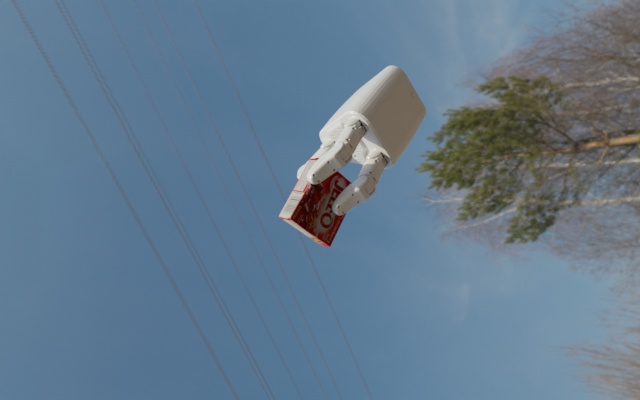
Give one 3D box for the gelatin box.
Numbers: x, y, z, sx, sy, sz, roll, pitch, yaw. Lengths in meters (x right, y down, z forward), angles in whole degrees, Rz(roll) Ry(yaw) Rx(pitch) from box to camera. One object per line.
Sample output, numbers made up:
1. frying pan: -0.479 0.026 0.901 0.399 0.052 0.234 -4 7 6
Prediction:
1. gelatin box: 0.000 0.002 0.601 0.073 0.089 0.030 38 -18 -33
